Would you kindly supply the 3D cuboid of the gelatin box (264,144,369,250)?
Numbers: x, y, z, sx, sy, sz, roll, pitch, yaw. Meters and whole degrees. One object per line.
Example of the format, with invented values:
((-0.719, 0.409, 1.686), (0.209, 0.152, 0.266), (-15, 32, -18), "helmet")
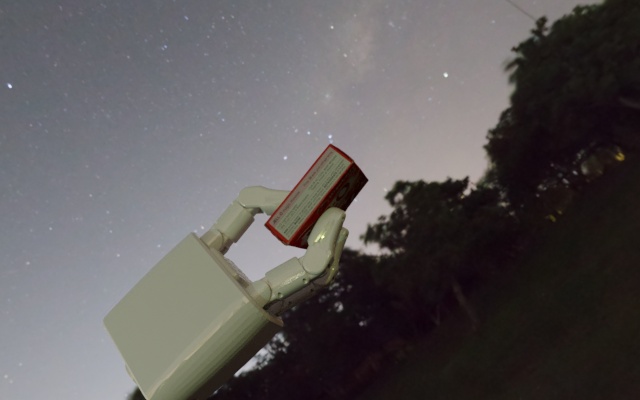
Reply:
((0.000, 0.001, 0.417), (0.030, 0.089, 0.073), (39, 2, 18), "gelatin box")
